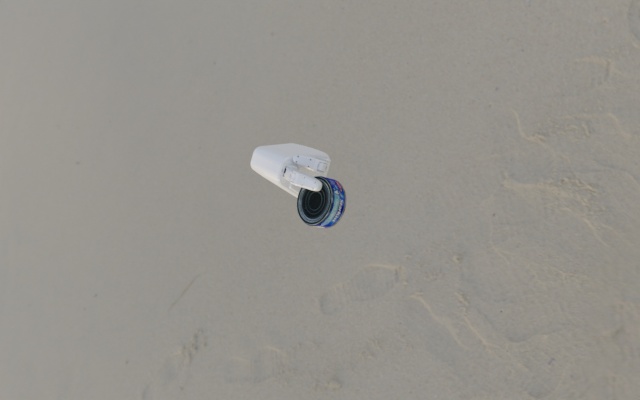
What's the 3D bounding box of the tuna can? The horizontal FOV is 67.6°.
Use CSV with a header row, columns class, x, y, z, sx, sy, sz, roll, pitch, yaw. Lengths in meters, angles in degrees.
class,x,y,z,sx,sy,sz,roll,pitch,yaw
tuna can,0.000,0.003,0.798,0.086,0.086,0.034,0,-9,44
